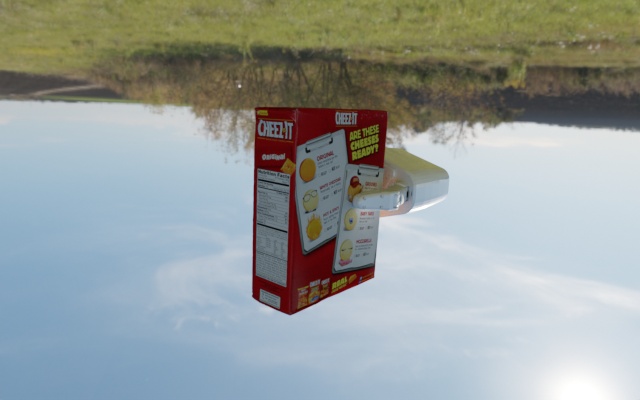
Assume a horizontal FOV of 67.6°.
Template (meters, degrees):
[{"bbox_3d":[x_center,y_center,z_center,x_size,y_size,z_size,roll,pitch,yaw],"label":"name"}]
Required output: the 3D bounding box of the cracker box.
[{"bbox_3d":[0.000,0.002,0.551,0.072,0.214,0.164,11,15,38],"label":"cracker box"}]
